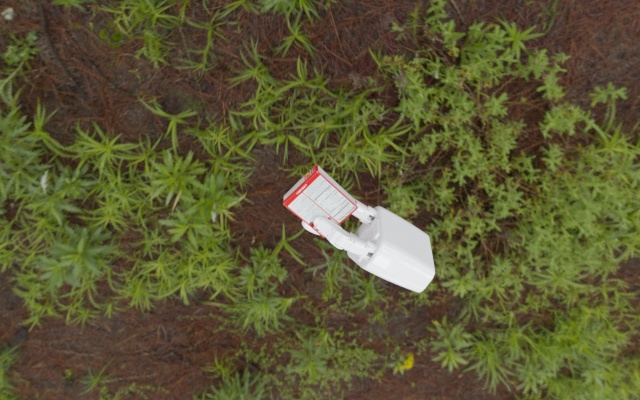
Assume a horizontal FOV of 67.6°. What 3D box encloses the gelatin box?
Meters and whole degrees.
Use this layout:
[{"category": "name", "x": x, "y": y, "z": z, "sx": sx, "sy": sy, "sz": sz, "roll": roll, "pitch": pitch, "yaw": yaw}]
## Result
[{"category": "gelatin box", "x": 0.000, "y": 0.002, "z": 0.712, "sx": 0.089, "sy": 0.073, "sz": 0.030, "roll": 41, "pitch": 18, "yaw": -21}]
